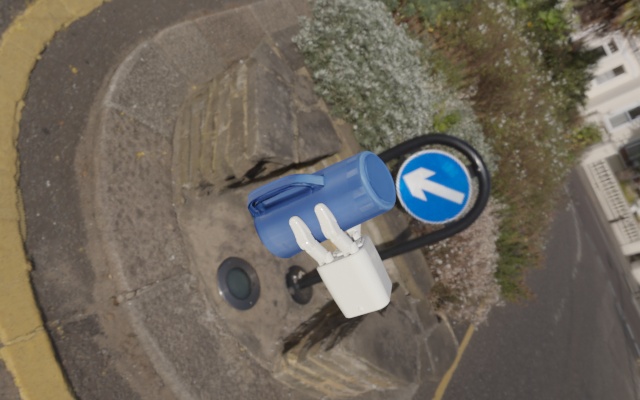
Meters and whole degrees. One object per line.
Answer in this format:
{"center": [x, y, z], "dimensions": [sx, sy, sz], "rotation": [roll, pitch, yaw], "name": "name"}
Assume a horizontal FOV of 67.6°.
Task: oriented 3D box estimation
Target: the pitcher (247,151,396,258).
{"center": [0.000, 0.003, 0.846], "dimensions": [0.243, 0.145, 0.149], "rotation": [-25, 4, 31], "name": "pitcher"}
